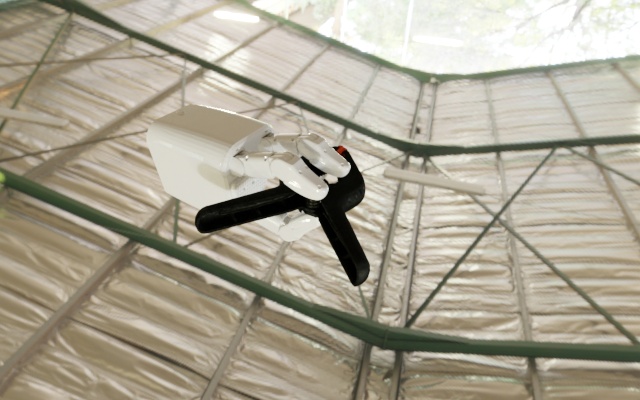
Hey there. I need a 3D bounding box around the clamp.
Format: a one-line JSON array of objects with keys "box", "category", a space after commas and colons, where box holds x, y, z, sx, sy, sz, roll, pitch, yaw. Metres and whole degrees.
[{"box": [0.000, 0.002, 0.489, 0.164, 0.036, 0.210, 22, 35, 16], "category": "clamp"}]
